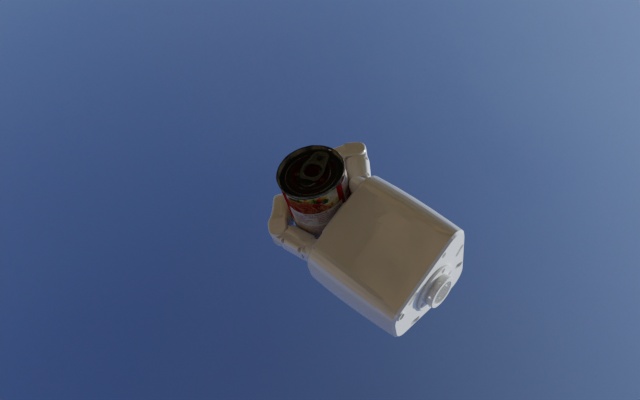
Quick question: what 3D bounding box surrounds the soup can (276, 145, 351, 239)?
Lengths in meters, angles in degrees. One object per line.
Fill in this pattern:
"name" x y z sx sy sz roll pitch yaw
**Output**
"soup can" 0.000 0.002 0.498 0.068 0.068 0.102 0 -37 14
